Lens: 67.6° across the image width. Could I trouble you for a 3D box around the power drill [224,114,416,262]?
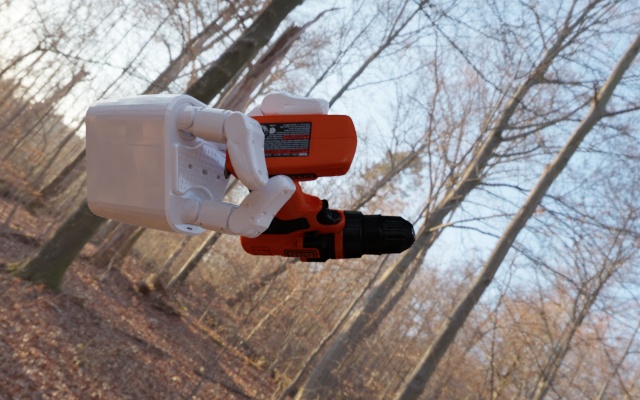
[{"bbox_3d":[0.000,0.001,0.446,0.184,0.057,0.188,-2,-33,6],"label":"power drill"}]
